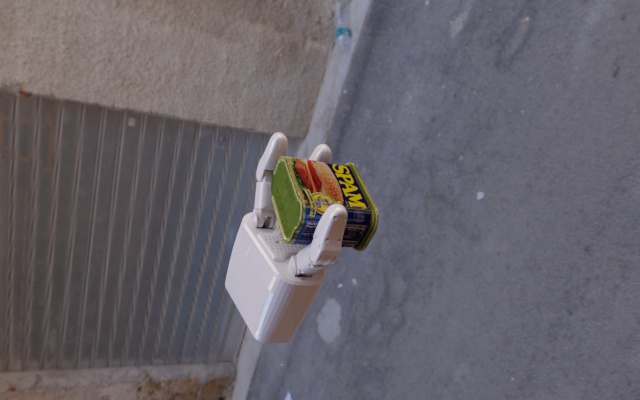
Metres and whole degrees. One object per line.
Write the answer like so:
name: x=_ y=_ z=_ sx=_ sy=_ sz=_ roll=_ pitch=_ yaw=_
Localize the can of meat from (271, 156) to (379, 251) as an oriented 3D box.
can of meat: x=0.000 y=0.002 z=0.493 sx=0.084 sy=0.057 sz=0.102 roll=6 pitch=40 yaw=-25
